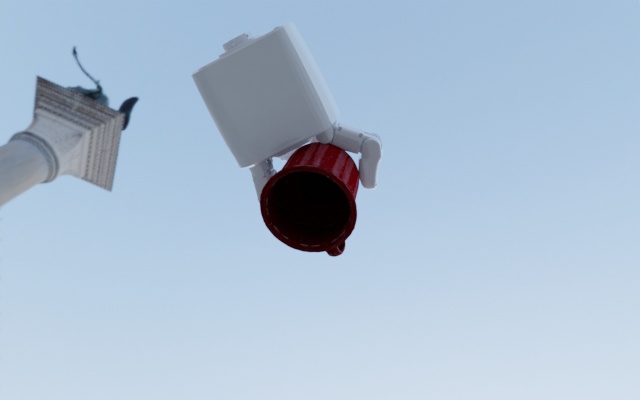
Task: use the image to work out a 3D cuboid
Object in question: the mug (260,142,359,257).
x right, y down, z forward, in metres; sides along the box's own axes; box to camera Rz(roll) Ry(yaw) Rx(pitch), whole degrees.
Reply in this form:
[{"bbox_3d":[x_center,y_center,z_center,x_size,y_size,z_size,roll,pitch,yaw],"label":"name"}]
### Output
[{"bbox_3d":[0.001,0.003,0.484,0.093,0.117,0.081,-18,23,20],"label":"mug"}]
